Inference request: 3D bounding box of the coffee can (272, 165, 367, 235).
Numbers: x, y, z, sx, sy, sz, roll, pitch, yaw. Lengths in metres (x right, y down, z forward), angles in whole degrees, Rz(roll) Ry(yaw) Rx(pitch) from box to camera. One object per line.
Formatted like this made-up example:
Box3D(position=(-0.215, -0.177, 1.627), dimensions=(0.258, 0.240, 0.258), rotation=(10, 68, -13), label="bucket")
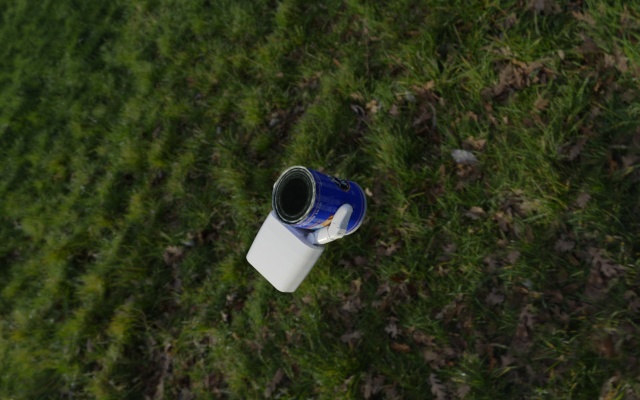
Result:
Box3D(position=(0.000, 0.003, 0.845), dimensions=(0.103, 0.103, 0.140), rotation=(0, -10, 42), label="coffee can")
